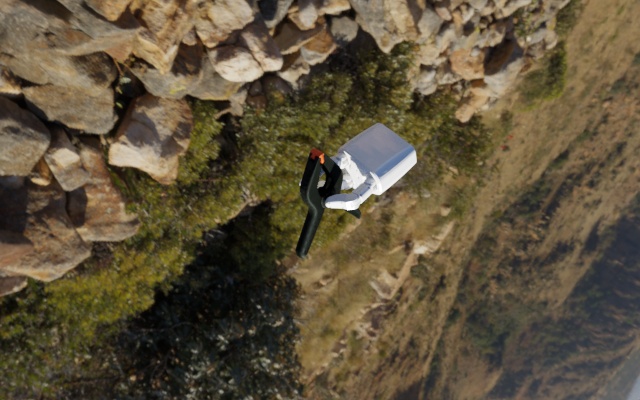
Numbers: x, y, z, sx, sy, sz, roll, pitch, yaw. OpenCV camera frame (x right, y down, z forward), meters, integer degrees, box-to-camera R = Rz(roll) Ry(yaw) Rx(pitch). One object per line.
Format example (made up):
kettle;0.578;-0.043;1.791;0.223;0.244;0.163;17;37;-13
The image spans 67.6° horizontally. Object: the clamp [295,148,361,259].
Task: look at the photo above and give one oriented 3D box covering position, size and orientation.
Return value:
clamp;0.001;0.003;0.884;0.164;0.210;0.036;-39;47;-23
